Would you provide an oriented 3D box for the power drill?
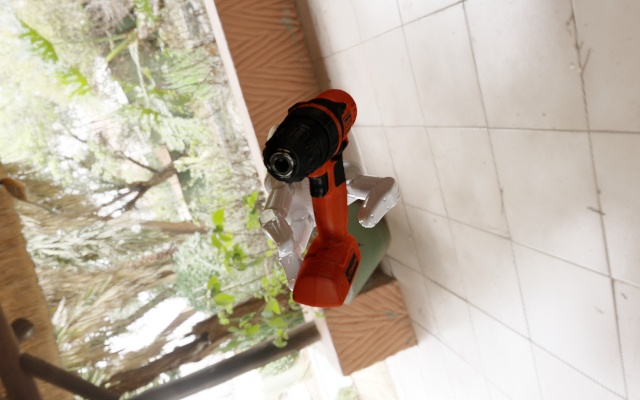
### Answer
[{"bbox_3d":[0.000,0.002,0.441,0.057,0.188,0.184,5,25,16],"label":"power drill"}]
